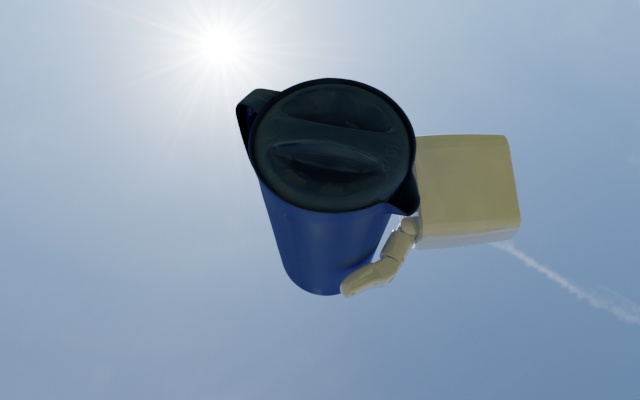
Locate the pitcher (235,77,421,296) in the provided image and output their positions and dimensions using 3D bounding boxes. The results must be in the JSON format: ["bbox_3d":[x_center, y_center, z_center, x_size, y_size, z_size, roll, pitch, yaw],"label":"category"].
[{"bbox_3d":[0.000,0.002,0.479,0.145,0.149,0.243,-6,-29,-5],"label":"pitcher"}]
